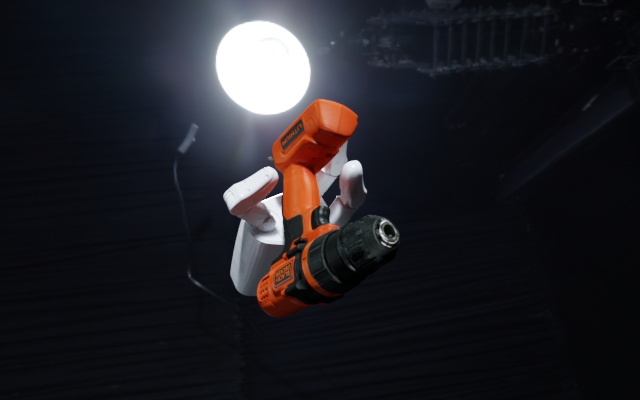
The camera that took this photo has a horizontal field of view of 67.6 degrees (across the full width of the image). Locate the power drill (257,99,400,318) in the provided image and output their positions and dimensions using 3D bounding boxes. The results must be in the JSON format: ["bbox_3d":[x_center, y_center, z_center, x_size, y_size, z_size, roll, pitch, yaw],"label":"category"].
[{"bbox_3d":[0.000,0.001,0.444,0.057,0.187,0.184,20,-35,-28],"label":"power drill"}]
